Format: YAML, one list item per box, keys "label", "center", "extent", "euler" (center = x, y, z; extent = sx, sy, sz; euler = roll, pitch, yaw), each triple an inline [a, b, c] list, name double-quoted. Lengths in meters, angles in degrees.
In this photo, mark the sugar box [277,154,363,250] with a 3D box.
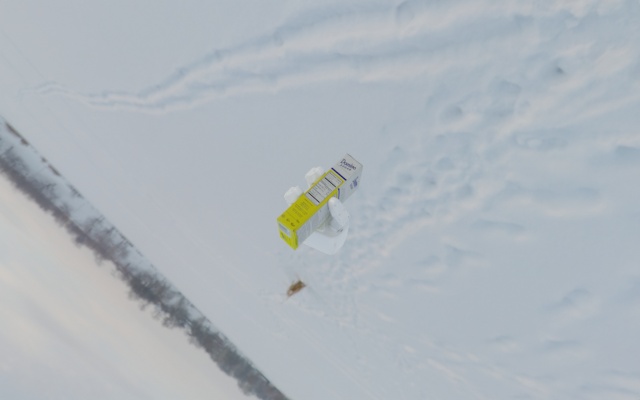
- label: "sugar box"
  center: [0.000, 0.003, 0.854]
  extent: [0.048, 0.176, 0.093]
  euler: [39, -20, 15]
